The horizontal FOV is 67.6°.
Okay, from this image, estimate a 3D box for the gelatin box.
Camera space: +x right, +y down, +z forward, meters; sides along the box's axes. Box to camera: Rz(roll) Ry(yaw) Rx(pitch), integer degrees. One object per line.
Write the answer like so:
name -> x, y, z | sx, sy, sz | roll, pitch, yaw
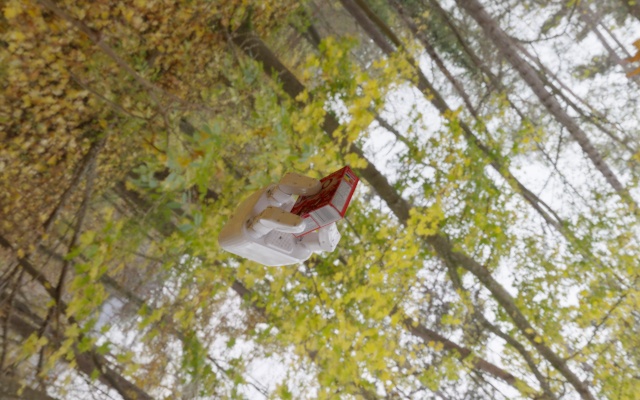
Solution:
gelatin box -> 0.001, 0.002, 0.606 | 0.089, 0.030, 0.073 | -25, 27, 42
